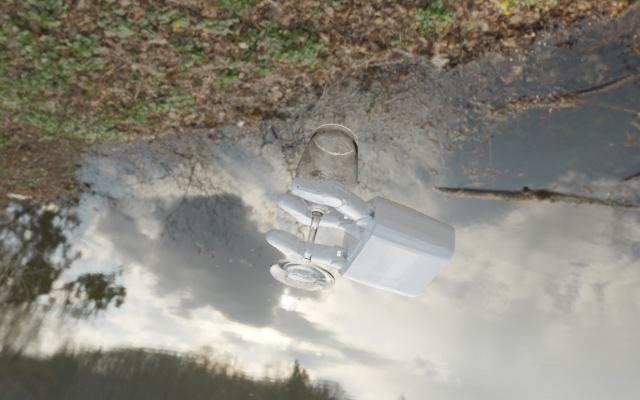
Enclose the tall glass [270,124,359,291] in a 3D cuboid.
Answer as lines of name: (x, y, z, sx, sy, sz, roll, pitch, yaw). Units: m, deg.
tall glass: (0.000, 0.002, 0.577, 0.079, 0.201, 0.079, 10, -32, 6)
